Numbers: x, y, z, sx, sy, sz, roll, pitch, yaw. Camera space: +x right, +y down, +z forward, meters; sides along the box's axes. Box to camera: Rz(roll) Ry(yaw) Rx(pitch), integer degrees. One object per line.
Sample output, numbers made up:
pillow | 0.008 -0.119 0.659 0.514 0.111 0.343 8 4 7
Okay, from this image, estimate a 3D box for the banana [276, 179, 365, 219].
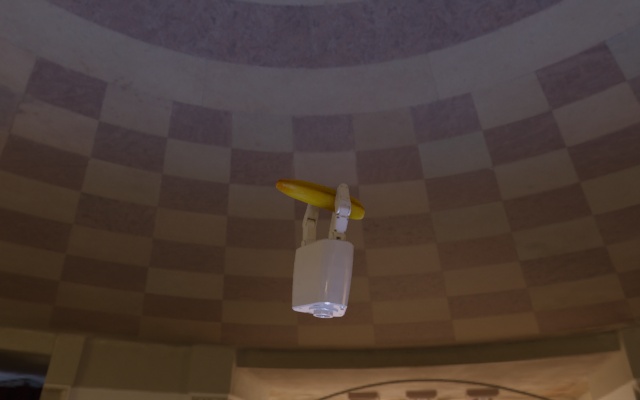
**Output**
banana | 0.015 0.002 0.839 0.198 0.037 0.069 22 -20 -38
